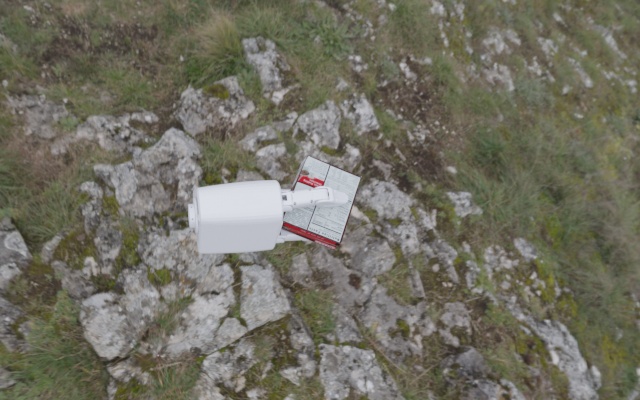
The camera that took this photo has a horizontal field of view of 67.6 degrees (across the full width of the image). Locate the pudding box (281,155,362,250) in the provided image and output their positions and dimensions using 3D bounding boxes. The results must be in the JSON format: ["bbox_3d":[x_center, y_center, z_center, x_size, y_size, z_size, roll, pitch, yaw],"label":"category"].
[{"bbox_3d":[0.000,0.002,0.680,0.090,0.113,0.039,23,-21,-7],"label":"pudding box"}]
